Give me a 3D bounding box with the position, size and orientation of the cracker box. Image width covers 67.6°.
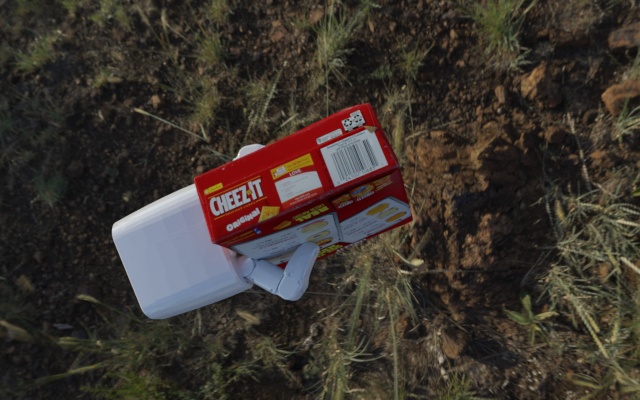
[{"bbox_3d":[0.000,0.002,0.480,0.164,0.072,0.214,-23,-18,7],"label":"cracker box"}]
